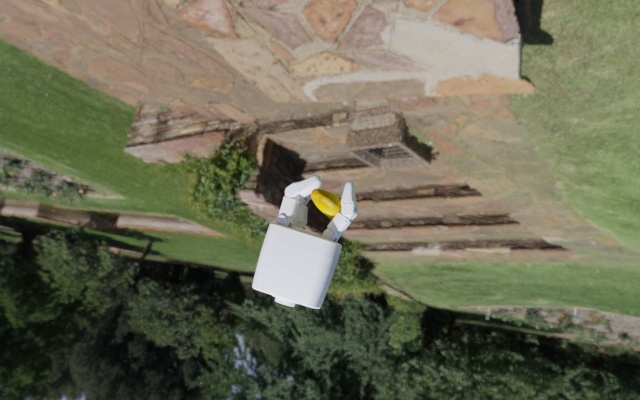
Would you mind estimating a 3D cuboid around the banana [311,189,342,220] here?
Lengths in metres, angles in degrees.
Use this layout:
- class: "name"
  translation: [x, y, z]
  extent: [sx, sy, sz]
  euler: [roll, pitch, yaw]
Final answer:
- class: "banana"
  translation: [0.017, 0.011, 0.800]
  extent: [0.069, 0.037, 0.198]
  euler: [25, -2, 2]
